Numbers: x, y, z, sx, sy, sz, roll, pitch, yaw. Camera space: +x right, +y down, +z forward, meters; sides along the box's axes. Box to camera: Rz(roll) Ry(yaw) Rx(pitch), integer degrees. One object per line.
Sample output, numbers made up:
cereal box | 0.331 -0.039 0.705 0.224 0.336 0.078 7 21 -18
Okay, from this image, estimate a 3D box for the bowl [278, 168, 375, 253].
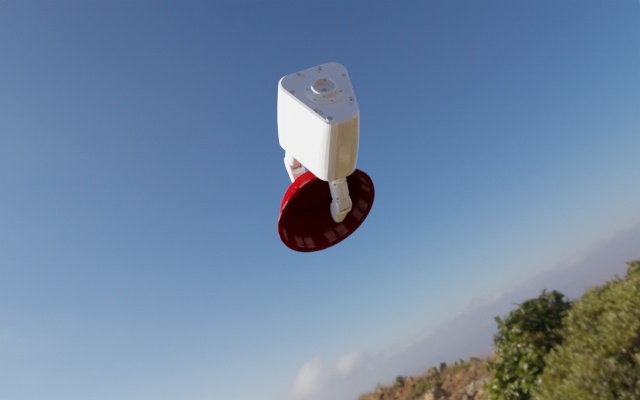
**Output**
bowl | 0.000 0.003 0.725 0.162 0.162 0.055 0 37 -35
